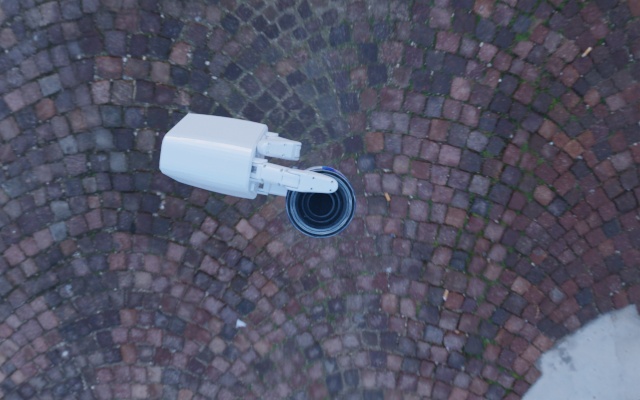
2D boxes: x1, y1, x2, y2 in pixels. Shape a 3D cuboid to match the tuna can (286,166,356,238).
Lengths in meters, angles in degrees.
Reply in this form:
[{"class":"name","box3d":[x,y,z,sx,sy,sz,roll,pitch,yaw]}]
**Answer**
[{"class":"tuna can","box3d":[0.000,0.002,0.580,0.086,0.086,0.033,0,9,-2]}]
